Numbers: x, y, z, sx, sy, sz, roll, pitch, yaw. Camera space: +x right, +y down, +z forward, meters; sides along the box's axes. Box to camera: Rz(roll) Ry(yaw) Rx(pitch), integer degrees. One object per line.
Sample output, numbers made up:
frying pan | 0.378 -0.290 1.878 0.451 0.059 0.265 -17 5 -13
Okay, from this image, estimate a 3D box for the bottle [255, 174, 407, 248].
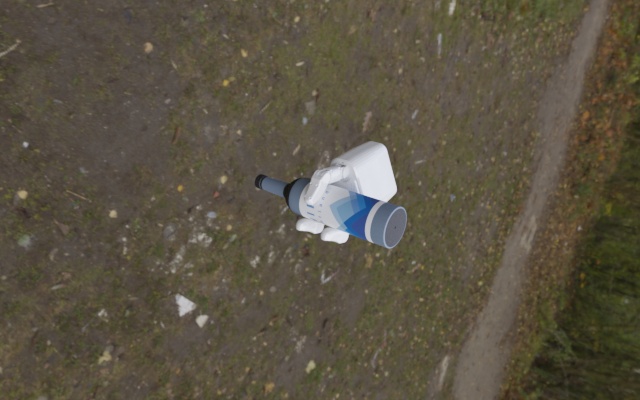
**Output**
bottle | 0.000 0.003 0.807 0.295 0.069 0.069 19 11 35
